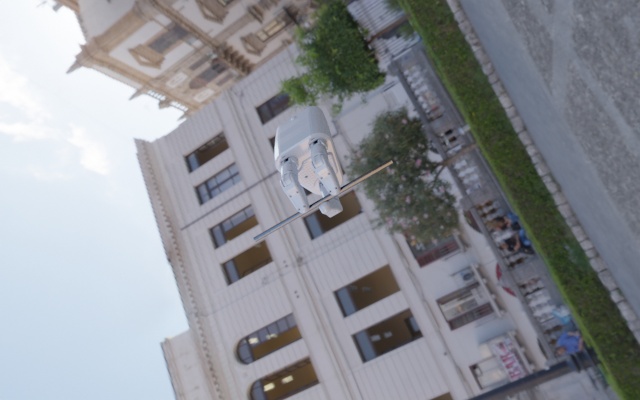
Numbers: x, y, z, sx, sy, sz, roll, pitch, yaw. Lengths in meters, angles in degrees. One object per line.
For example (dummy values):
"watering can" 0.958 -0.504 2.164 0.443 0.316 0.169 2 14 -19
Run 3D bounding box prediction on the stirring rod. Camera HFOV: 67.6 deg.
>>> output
"stirring rod" 0.000 0.002 0.701 0.239 0.011 0.011 -30 -9 15
